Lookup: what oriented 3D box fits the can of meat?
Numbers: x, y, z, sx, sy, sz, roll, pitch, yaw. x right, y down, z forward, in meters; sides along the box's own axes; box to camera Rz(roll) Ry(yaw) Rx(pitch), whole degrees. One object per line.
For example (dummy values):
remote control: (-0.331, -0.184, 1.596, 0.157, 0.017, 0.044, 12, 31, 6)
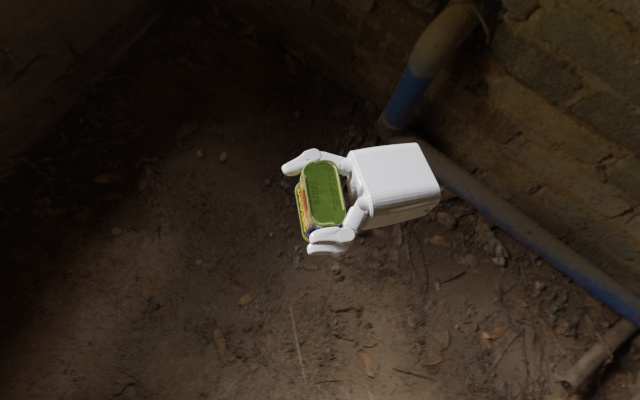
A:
can of meat: (0.000, 0.002, 0.684, 0.057, 0.102, 0.084, -7, -18, -10)
